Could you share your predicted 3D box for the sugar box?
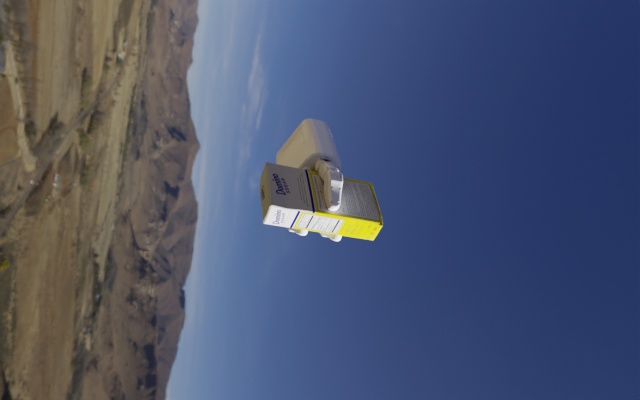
[{"bbox_3d":[0.000,0.003,0.709,0.176,0.093,0.048,9,-47,-19],"label":"sugar box"}]
